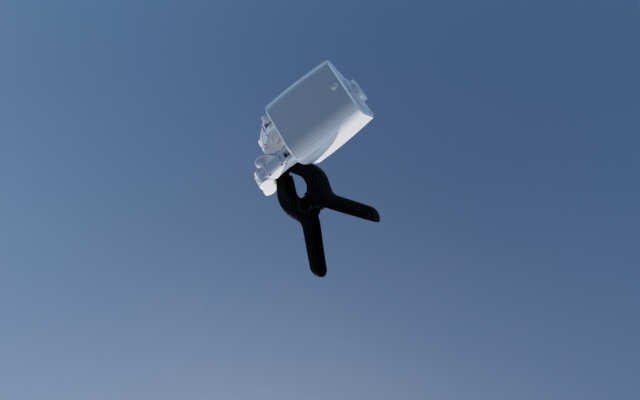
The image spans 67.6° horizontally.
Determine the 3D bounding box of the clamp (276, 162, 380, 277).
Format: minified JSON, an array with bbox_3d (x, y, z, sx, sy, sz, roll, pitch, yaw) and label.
[{"bbox_3d":[0.000,0.002,0.640,0.120,0.171,0.039,-36,-19,17],"label":"clamp"}]
